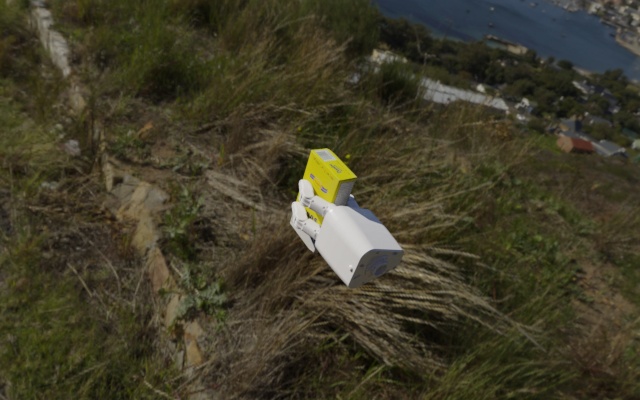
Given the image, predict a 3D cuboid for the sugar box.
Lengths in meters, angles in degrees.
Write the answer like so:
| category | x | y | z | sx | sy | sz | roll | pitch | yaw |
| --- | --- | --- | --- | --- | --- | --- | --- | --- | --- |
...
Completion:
| category | x | y | z | sx | sy | sz | roll | pitch | yaw |
| --- | --- | --- | --- | --- | --- | --- | --- | --- | --- |
| sugar box | 0.000 | 0.003 | 0.870 | 0.048 | 0.176 | 0.093 | -10 | 44 | -36 |
